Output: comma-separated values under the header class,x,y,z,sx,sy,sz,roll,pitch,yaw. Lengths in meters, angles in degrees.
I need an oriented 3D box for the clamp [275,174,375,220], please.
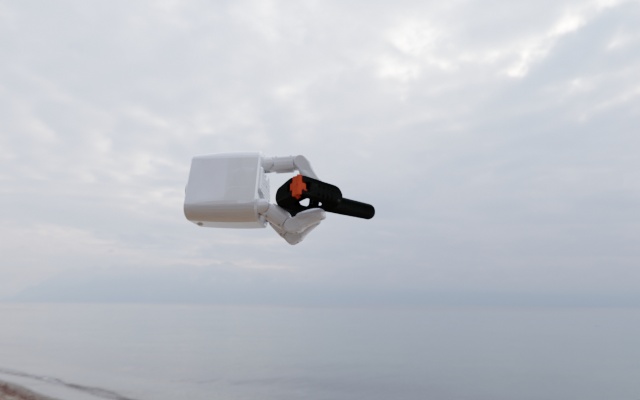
class,x,y,z,sx,sy,sz,roll,pitch,yaw
clamp,0.000,0.001,0.703,0.164,0.036,0.210,-2,-13,4
